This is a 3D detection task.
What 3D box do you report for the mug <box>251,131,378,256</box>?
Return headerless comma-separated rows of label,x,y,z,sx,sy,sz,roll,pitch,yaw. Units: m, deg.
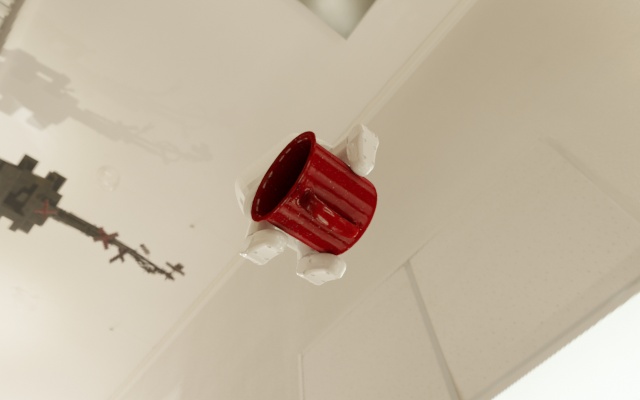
mug,0.001,0.002,0.420,0.081,0.093,0.117,33,4,-23
